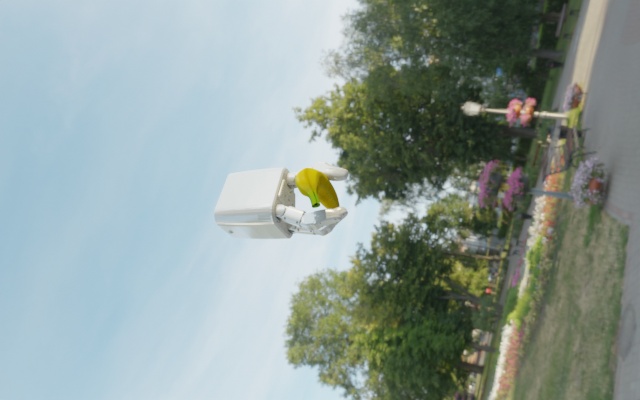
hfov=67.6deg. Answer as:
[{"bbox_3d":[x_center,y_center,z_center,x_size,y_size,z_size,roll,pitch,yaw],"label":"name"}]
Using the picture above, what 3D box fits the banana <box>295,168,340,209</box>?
[{"bbox_3d":[-0.005,-0.016,0.750,0.037,0.069,0.198,-16,-6,11],"label":"banana"}]
